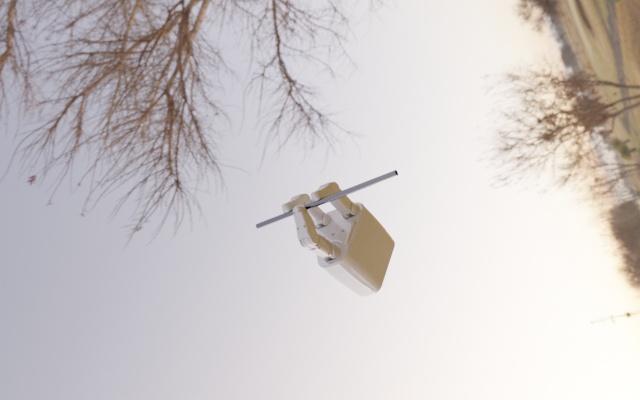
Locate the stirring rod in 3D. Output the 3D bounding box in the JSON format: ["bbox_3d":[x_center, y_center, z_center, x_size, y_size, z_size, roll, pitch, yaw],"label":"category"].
[{"bbox_3d":[0.000,0.002,0.664,0.239,0.011,0.011,-21,-11,31],"label":"stirring rod"}]
